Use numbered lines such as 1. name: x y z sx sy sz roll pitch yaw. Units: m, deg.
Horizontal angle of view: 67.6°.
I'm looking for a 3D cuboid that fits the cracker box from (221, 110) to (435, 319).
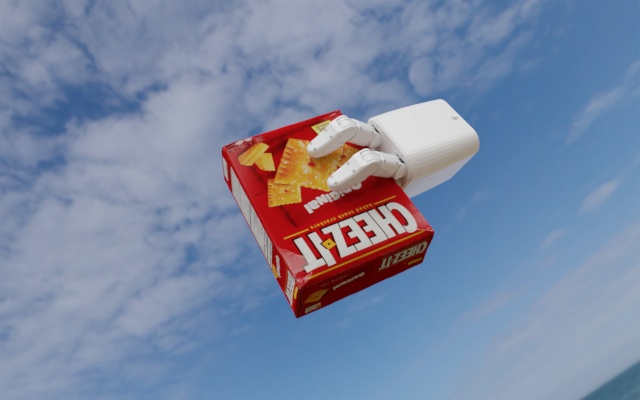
1. cracker box: 0.000 0.002 0.551 0.164 0.213 0.072 -20 -35 -20
